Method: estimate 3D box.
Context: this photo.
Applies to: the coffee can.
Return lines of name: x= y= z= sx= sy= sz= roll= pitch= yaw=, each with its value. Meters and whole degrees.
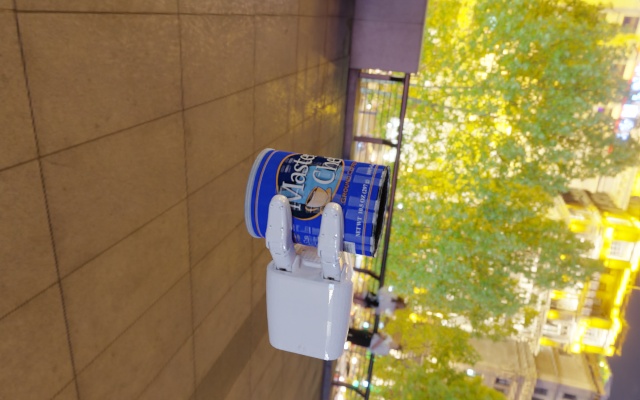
coffee can: x=0.000 y=0.002 z=0.531 sx=0.140 sy=0.103 sz=0.103 roll=9 pitch=2 yaw=13
